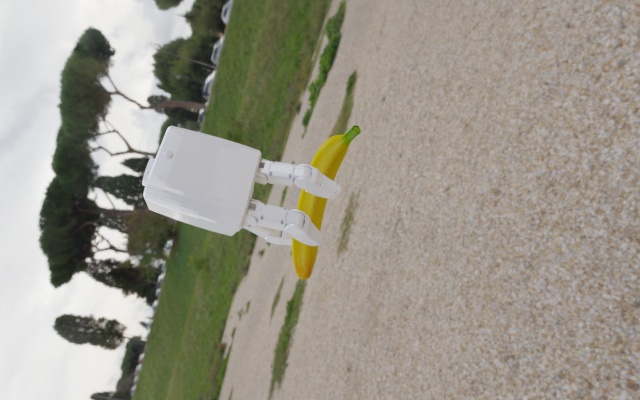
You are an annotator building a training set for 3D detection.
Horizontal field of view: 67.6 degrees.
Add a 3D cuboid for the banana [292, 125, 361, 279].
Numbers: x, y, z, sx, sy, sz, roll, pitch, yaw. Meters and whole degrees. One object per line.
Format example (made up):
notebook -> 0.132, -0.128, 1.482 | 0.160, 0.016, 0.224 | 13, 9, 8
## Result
banana -> -0.004, -0.001, 0.599 | 0.037, 0.198, 0.069 | 19, -6, -16
